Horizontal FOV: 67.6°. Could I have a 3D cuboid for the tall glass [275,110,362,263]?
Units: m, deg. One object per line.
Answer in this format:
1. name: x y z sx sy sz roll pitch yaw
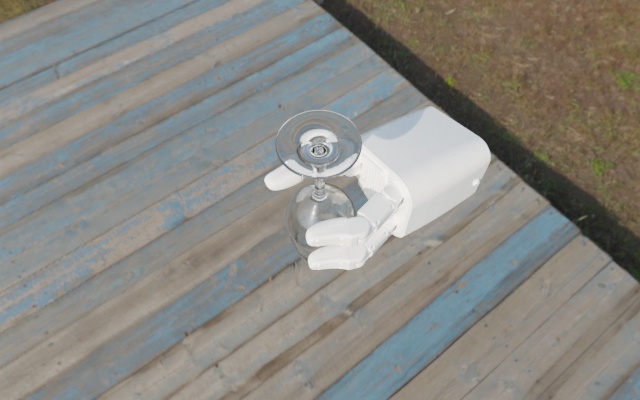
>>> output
1. tall glass: 0.000 0.001 0.492 0.079 0.079 0.201 0 -31 1
